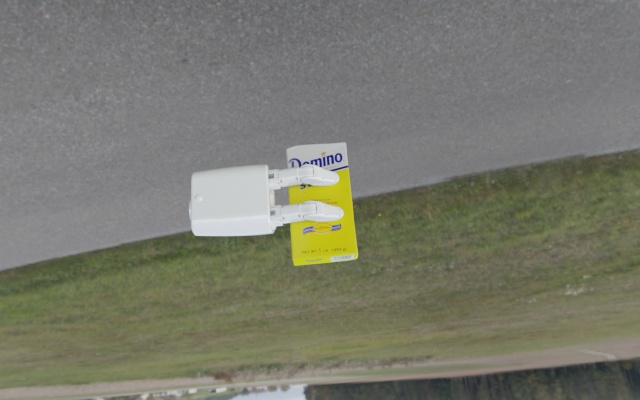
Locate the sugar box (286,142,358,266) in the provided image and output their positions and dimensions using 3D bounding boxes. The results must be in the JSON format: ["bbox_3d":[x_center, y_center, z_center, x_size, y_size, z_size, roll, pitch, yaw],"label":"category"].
[{"bbox_3d":[0.000,0.002,0.700,0.093,0.176,0.048,-5,-20,-1],"label":"sugar box"}]
